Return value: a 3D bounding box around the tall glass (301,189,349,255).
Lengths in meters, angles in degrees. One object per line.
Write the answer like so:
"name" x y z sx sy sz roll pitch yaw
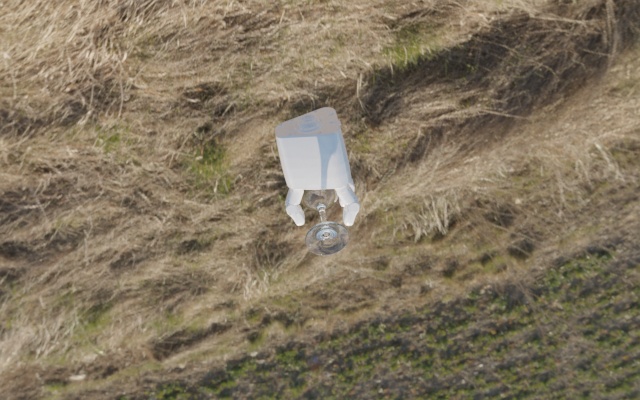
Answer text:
"tall glass" 0.000 0.003 0.866 0.079 0.079 0.200 0 38 -8
